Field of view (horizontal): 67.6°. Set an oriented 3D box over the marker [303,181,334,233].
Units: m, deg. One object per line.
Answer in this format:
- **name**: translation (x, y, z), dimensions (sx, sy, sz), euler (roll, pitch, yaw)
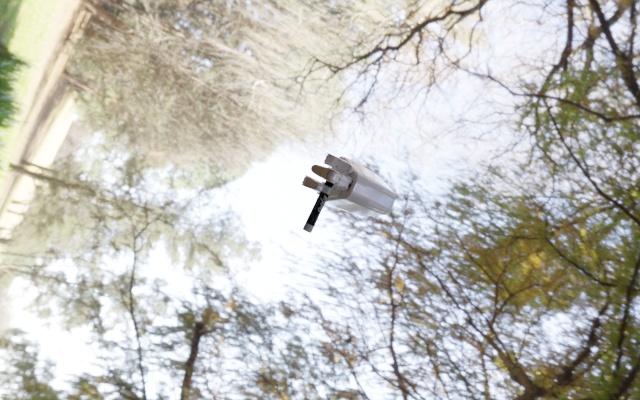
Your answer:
- **marker**: translation (0.000, 0.003, 0.885), dimensions (0.020, 0.121, 0.020), euler (25, 2, -1)
